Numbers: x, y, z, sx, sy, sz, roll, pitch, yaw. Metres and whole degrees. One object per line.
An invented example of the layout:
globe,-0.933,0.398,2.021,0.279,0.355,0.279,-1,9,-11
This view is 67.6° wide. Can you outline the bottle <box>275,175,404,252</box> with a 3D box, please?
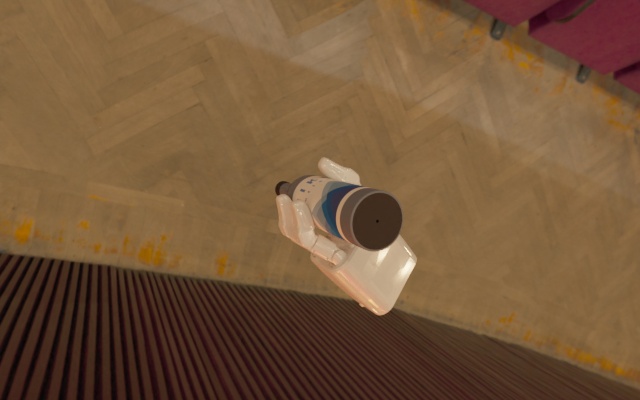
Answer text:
bottle,0.000,0.002,0.640,0.069,0.069,0.295,0,8,-25
